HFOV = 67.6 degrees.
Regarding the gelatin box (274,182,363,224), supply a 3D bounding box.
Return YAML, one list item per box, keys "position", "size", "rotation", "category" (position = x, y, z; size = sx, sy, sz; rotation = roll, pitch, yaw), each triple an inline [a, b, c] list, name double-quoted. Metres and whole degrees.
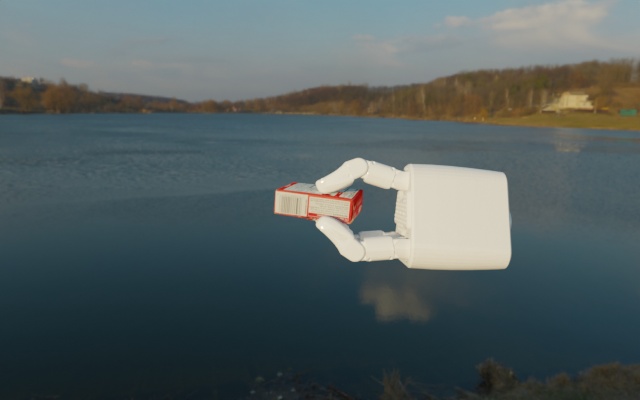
- position: [0.000, 0.001, 0.545]
  size: [0.089, 0.030, 0.073]
  rotation: [8, 11, 11]
  category: "gelatin box"
